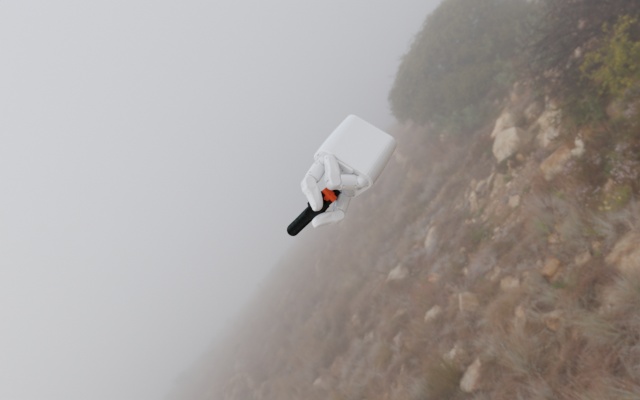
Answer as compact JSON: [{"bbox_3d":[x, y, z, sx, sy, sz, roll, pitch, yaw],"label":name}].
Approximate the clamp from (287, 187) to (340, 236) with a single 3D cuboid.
[{"bbox_3d":[0.000,0.003,0.895,0.039,0.120,0.171,39,-29,-7],"label":"clamp"}]
